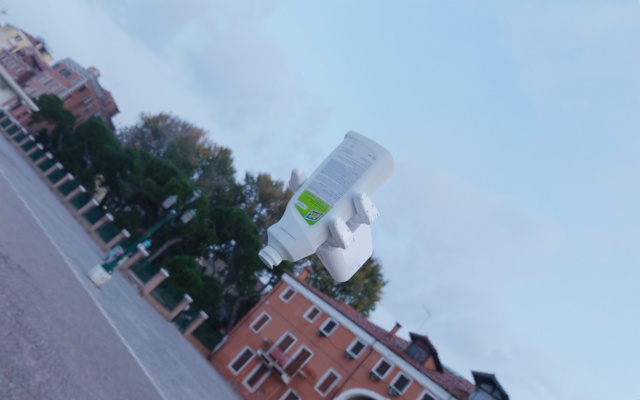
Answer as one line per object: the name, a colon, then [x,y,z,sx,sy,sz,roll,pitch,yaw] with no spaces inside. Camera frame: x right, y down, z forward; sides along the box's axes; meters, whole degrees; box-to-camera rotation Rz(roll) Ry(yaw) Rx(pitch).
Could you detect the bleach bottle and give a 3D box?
bleach bottle: [0.000,0.002,0.730,0.102,0.250,0.068,33,-24,33]
